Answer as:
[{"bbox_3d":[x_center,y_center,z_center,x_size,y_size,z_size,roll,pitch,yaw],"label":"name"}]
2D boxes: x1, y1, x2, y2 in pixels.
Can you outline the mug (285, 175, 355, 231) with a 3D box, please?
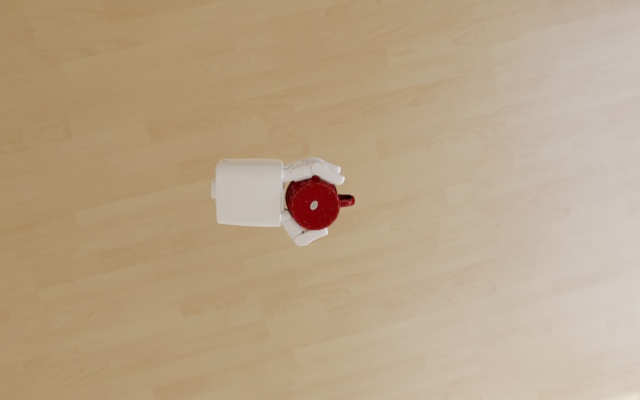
[{"bbox_3d":[0.002,0.003,0.801,0.117,0.093,0.081,1,11,-6],"label":"mug"}]
